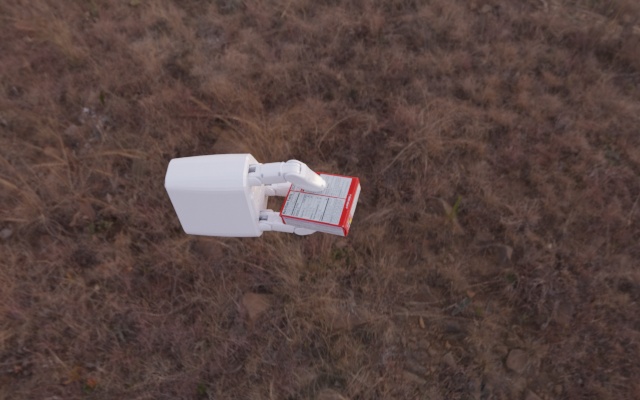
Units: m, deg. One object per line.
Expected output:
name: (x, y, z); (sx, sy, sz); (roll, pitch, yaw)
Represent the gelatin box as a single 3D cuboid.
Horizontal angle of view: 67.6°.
gelatin box: (0.000, 0.002, 0.617); (0.089, 0.073, 0.030); (9, -28, 18)
